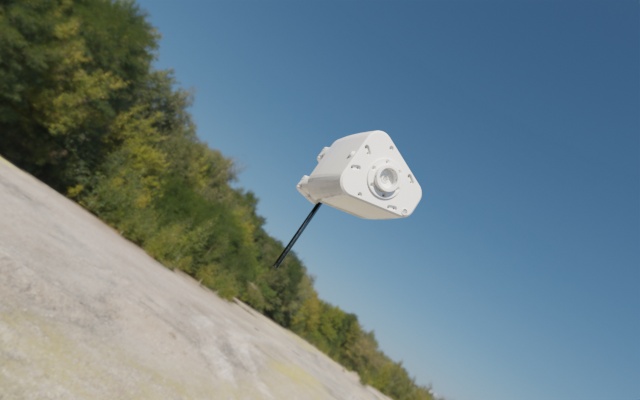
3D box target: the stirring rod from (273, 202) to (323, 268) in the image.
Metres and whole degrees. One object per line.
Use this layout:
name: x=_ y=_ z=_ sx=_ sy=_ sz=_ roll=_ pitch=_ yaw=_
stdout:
stirring rod: x=0.000 y=0.002 z=0.733 sx=0.011 sy=0.239 sz=0.011 roll=33 pitch=-13 yaw=9
